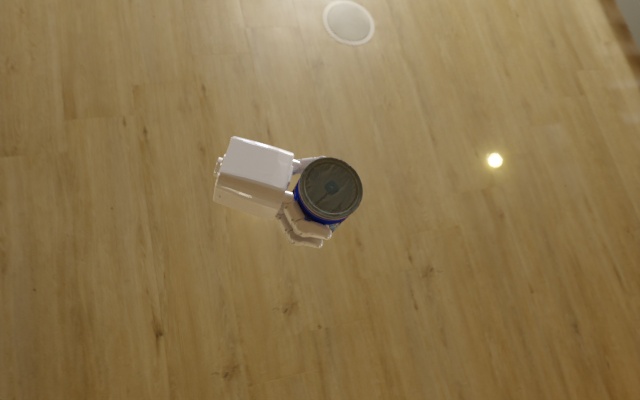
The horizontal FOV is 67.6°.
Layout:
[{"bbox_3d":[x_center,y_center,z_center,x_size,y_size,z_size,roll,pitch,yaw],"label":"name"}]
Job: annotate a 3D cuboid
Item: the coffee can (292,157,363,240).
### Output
[{"bbox_3d":[0.000,0.003,0.799,0.103,0.102,0.140,0,-20,-15],"label":"coffee can"}]
